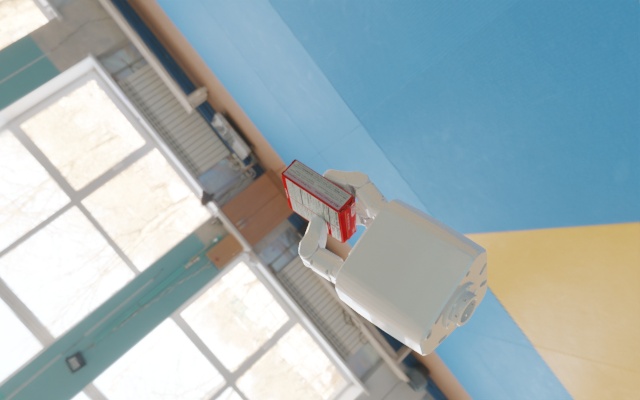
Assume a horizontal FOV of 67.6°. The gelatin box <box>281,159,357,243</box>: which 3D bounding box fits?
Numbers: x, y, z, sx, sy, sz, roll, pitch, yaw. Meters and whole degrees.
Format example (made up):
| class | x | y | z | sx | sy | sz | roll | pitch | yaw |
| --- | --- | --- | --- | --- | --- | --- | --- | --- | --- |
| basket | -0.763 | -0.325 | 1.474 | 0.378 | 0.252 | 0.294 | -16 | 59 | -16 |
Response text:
| class | x | y | z | sx | sy | sz | roll | pitch | yaw |
| --- | --- | --- | --- | --- | --- | --- | --- | --- | --- |
| gelatin box | 0.000 | 0.002 | 0.552 | 0.089 | 0.030 | 0.073 | 33 | -24 | 23 |
